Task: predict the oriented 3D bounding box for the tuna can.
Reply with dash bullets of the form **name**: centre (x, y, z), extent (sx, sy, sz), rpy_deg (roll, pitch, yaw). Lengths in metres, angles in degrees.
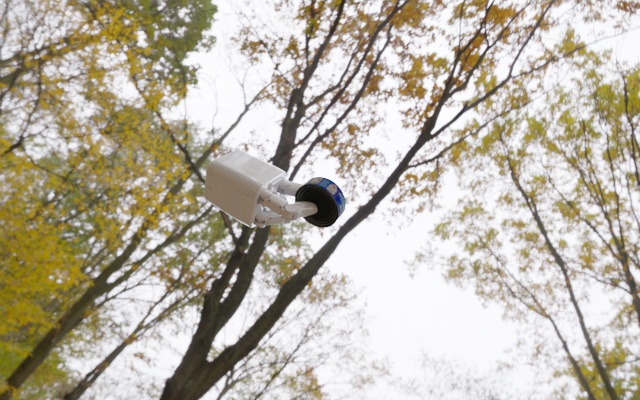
- **tuna can**: centre (0.000, 0.002, 0.823), extent (0.086, 0.086, 0.033), rpy_deg (0, 29, 34)
